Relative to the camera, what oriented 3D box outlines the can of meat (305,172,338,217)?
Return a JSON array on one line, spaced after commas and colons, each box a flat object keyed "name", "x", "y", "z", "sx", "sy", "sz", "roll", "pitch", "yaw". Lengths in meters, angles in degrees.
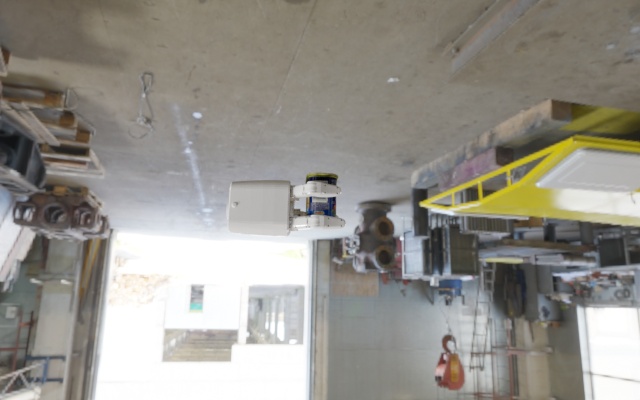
[{"name": "can of meat", "x": 0.000, "y": 0.003, "z": 0.870, "sx": 0.057, "sy": 0.084, "sz": 0.102, "roll": 2, "pitch": -13, "yaw": -4}]
